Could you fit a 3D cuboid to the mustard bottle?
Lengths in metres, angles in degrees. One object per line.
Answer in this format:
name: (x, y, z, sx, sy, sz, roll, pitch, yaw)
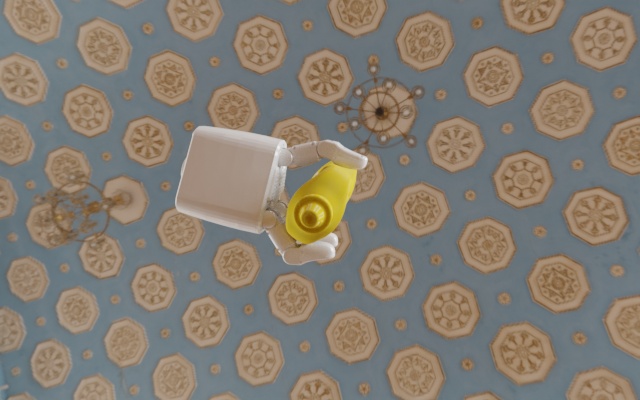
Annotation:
mustard bottle: (0.000, 0.002, 0.564, 0.058, 0.096, 0.191, 37, 12, 0)
